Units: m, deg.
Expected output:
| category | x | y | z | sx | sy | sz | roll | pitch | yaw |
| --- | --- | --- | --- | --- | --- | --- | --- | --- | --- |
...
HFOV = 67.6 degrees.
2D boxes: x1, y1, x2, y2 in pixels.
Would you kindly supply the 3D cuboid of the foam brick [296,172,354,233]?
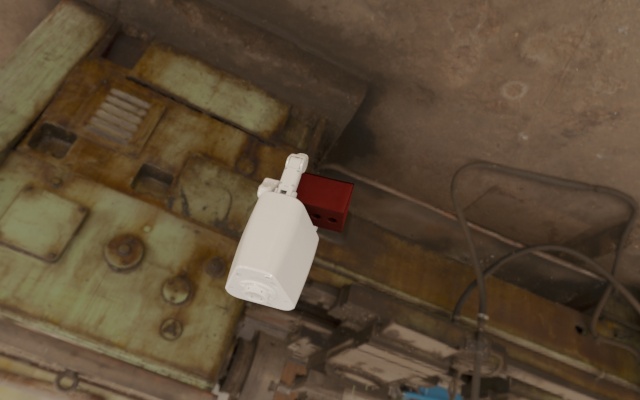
| category | x | y | z | sx | sy | sz | roll | pitch | yaw |
| --- | --- | --- | --- | --- | --- | --- | --- | --- | --- |
| foam brick | 0.000 | 0.002 | 0.643 | 0.078 | 0.051 | 0.053 | 13 | -34 | 6 |
